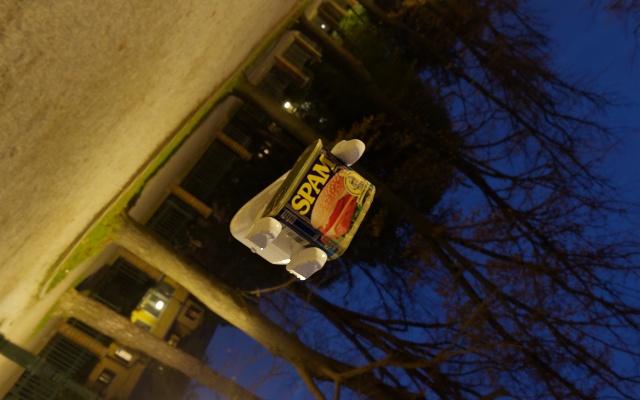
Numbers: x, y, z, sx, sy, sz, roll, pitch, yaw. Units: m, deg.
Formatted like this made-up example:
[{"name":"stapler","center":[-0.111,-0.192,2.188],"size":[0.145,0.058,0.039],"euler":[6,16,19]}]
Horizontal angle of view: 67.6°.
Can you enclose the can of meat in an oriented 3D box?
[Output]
[{"name":"can of meat","center":[0.000,0.002,0.505],"size":[0.084,0.102,0.057],"euler":[37,-25,-13]}]
